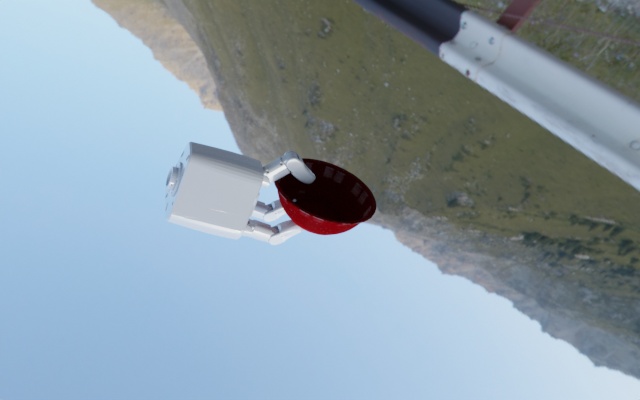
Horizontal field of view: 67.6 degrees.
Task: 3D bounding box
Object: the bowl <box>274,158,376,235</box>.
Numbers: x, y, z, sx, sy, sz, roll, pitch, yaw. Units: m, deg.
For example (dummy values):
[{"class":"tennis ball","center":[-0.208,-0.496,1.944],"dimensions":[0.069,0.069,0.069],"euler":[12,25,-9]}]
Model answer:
[{"class":"bowl","center":[0.001,0.003,0.723],"dimensions":[0.162,0.055,0.162],"euler":[15,33,-10]}]
